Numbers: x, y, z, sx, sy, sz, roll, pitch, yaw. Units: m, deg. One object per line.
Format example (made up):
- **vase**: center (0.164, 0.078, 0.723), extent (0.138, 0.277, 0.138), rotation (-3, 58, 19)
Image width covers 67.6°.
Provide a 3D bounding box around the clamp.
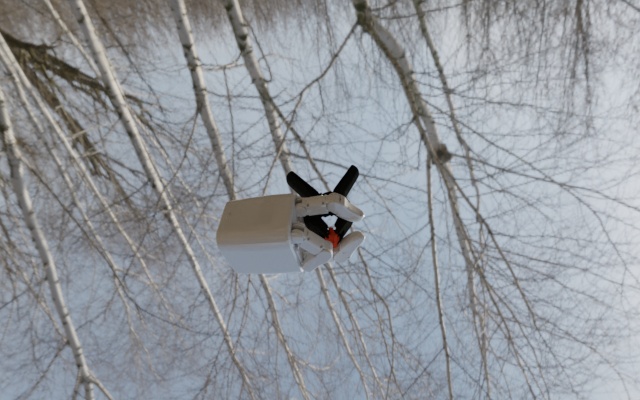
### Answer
- **clamp**: center (0.000, 0.003, 0.745), extent (0.120, 0.039, 0.171), rotation (-5, 39, 8)
